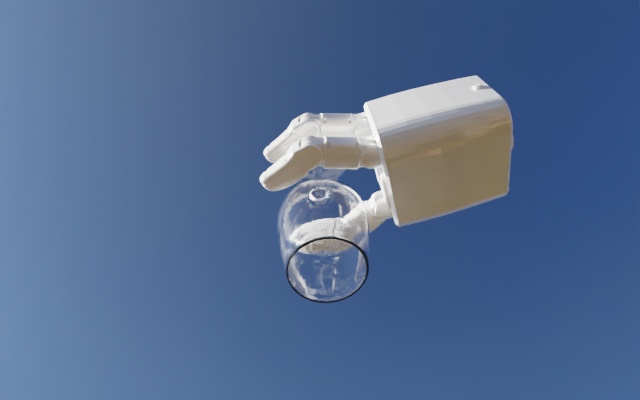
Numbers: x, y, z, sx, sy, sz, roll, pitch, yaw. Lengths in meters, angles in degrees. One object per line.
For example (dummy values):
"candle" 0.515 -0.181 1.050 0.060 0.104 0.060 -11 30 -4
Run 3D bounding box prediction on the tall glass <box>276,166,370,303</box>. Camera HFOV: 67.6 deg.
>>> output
"tall glass" 0.000 0.001 0.434 0.079 0.079 0.201 0 31 -3
